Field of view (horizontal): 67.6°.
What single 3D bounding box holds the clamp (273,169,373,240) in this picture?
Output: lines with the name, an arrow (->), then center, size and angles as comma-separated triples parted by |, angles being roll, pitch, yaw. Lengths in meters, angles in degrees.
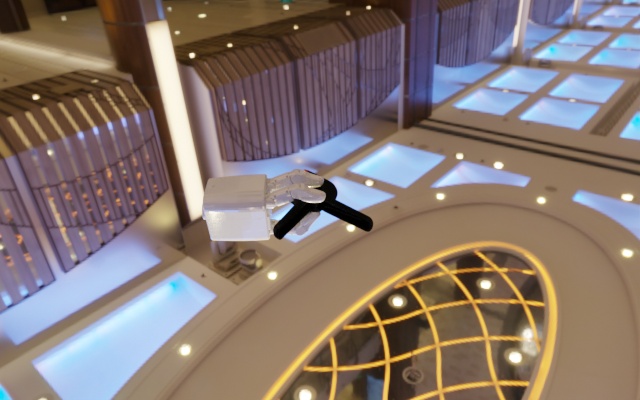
clamp -> 0.000, 0.003, 0.850 | 0.164, 0.036, 0.209 | 0, 30, -4
